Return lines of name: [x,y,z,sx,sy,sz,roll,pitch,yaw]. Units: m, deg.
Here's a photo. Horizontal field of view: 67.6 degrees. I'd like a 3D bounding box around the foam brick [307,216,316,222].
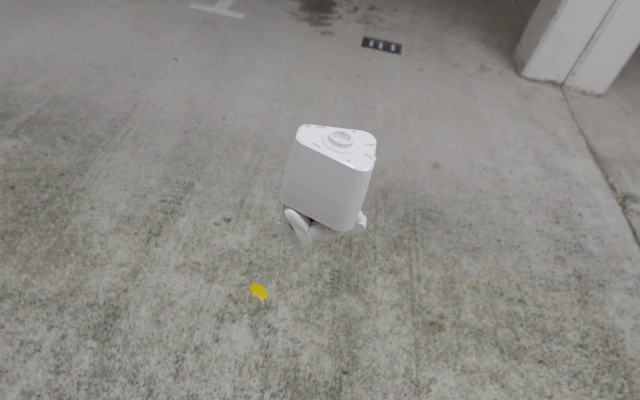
foam brick: [0.000,0.002,0.731,0.053,0.051,0.078,15,40,-1]
